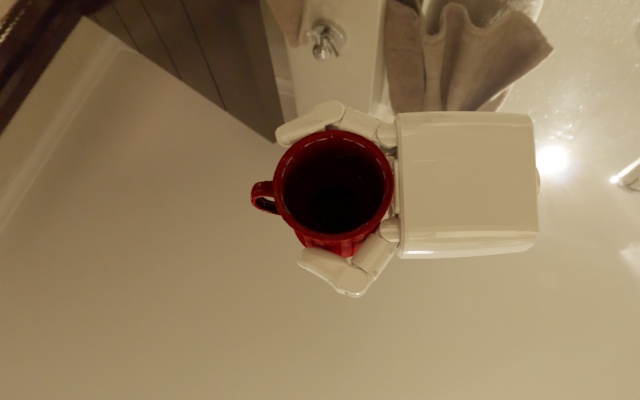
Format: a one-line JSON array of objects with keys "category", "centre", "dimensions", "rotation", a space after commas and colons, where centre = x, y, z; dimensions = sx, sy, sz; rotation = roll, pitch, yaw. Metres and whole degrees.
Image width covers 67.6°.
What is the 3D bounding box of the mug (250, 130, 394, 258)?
[{"category": "mug", "centre": [-0.001, 0.001, 0.401], "dimensions": [0.117, 0.093, 0.081], "rotation": [0, -21, 4]}]
